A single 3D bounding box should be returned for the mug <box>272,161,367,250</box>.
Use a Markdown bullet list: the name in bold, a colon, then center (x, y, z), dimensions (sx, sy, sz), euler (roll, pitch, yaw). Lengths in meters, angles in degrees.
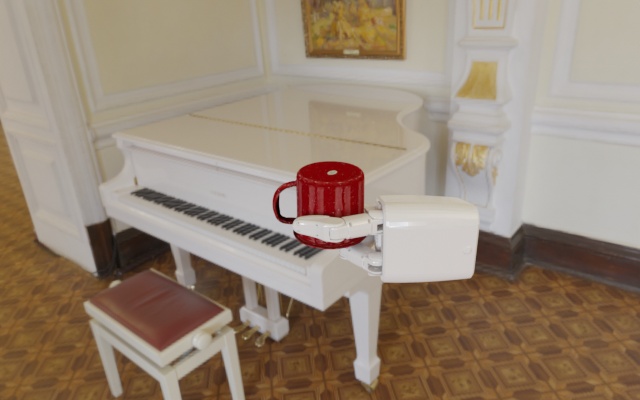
- **mug**: center (-0.001, 0.002, 0.580), dimensions (0.117, 0.081, 0.093), euler (0, 23, 2)
